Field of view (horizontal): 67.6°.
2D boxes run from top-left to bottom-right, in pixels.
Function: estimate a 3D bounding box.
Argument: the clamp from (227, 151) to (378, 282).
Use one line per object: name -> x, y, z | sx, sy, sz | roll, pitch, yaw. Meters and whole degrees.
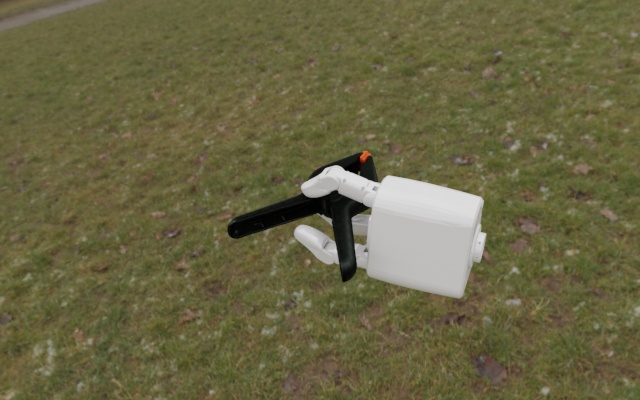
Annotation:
clamp -> 0.000, 0.001, 0.579 | 0.164, 0.036, 0.210 | 13, 42, 22
